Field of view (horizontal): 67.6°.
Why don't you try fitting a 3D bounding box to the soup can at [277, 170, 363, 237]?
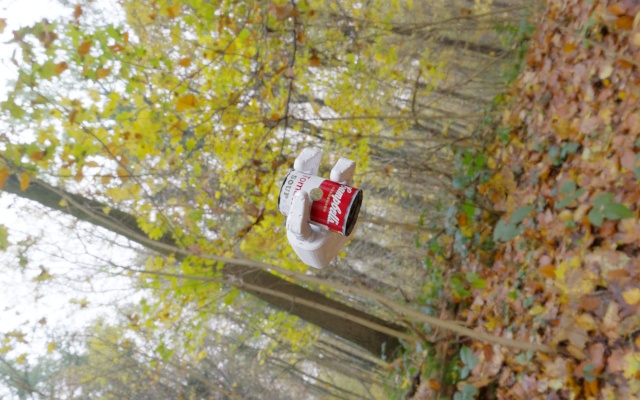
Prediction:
[{"bbox_3d":[0.000,0.002,0.664,0.102,0.068,0.068,18,5,16],"label":"soup can"}]
